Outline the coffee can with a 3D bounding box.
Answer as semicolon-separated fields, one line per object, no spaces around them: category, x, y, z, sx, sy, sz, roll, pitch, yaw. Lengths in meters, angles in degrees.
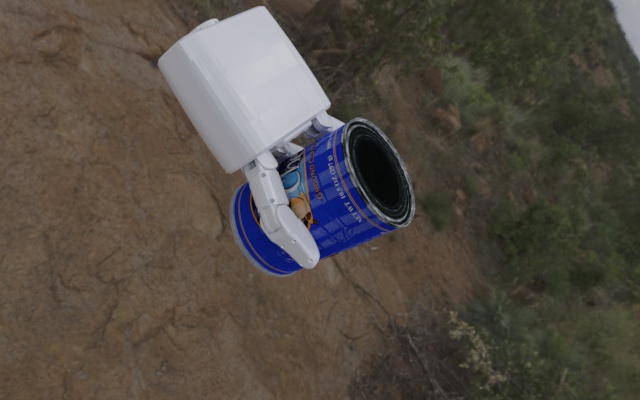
coffee can;0.000;0.002;0.443;0.140;0.102;0.103;-27;-15;33
